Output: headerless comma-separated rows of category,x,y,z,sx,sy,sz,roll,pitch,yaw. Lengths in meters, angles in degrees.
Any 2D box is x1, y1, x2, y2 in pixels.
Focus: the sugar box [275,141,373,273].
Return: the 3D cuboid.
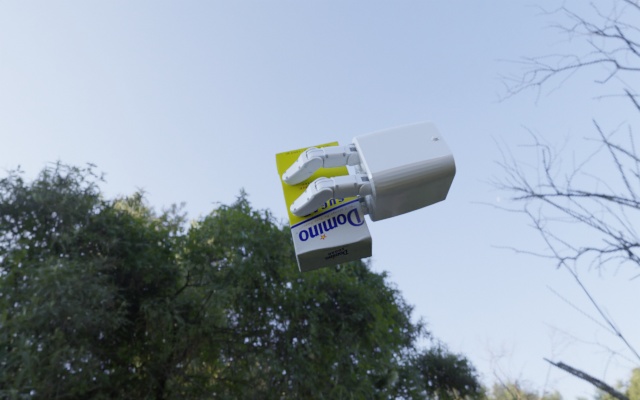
sugar box,0.000,0.002,0.619,0.093,0.176,0.048,-13,-43,-4
